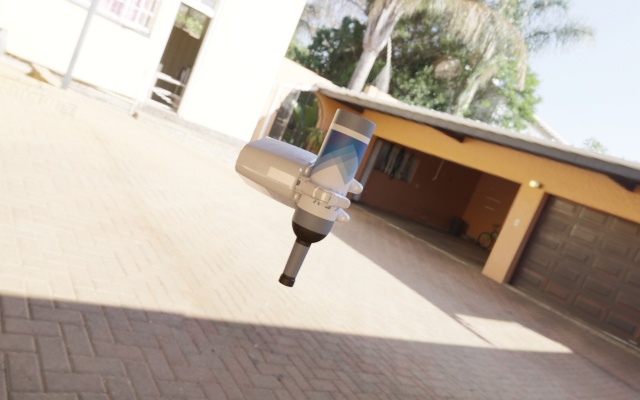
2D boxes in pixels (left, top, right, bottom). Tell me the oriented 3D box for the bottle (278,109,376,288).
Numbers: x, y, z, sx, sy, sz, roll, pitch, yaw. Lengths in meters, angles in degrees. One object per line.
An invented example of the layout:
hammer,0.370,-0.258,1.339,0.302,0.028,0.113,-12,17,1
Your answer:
bottle,0.000,0.002,0.770,0.069,0.296,0.069,23,6,-2
